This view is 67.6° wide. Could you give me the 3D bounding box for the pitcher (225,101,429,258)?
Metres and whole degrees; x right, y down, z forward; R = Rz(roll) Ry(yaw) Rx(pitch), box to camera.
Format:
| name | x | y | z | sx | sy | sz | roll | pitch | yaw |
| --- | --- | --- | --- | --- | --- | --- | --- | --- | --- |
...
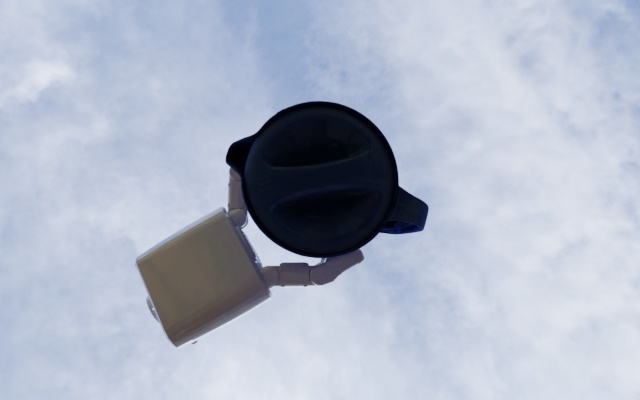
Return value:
| name | x | y | z | sx | sy | sz | roll | pitch | yaw |
| --- | --- | --- | --- | --- | --- | --- | --- | --- | --- |
| pitcher | 0.000 | 0.002 | 0.509 | 0.145 | 0.149 | 0.243 | -29 | -5 | -8 |
